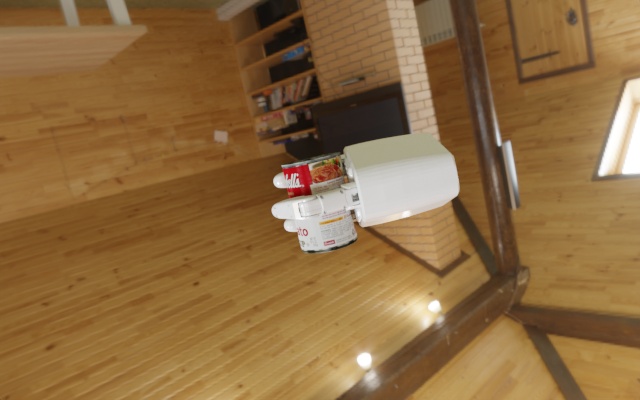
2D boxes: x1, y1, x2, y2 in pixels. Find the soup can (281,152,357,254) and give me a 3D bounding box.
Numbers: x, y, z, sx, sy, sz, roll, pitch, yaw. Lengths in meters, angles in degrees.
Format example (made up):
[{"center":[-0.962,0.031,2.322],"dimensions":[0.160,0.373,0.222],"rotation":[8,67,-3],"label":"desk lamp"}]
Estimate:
[{"center":[0.000,0.002,0.543],"dimensions":[0.068,0.102,0.068],"rotation":[-12,8,2],"label":"soup can"}]
